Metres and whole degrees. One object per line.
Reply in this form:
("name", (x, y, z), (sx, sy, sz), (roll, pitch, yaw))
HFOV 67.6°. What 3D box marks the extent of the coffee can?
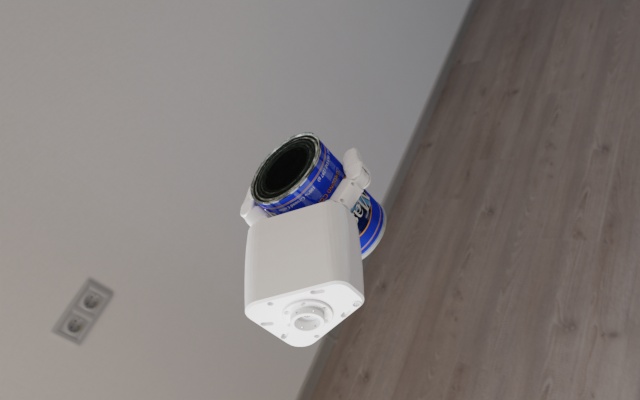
("coffee can", (0.000, 0.002, 0.578), (0.103, 0.102, 0.140), (0, -35, 47))
